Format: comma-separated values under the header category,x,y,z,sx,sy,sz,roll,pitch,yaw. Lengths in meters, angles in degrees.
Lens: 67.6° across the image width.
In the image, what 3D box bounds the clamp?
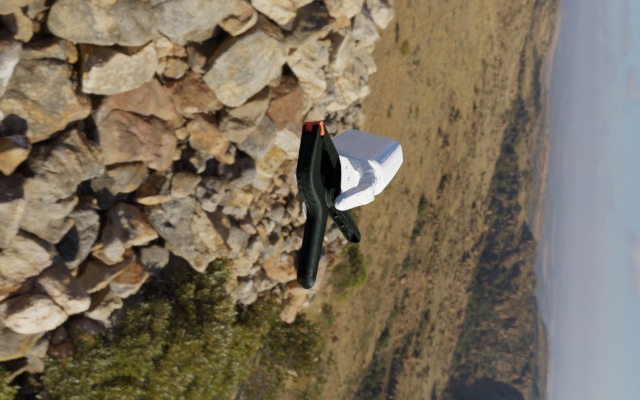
category,x,y,z,sx,sy,sz,roll,pitch,yaw
clamp,0.001,0.002,0.637,0.036,0.210,0.164,1,26,28
